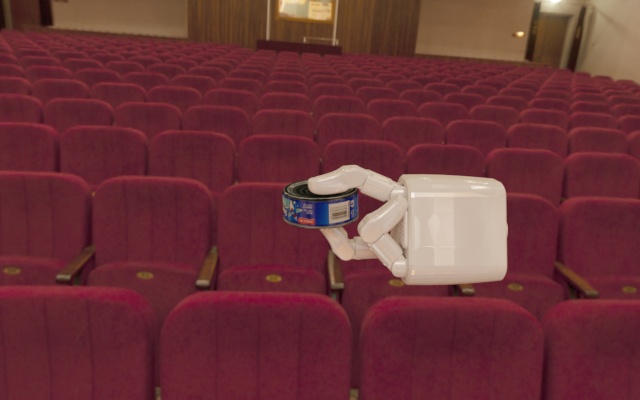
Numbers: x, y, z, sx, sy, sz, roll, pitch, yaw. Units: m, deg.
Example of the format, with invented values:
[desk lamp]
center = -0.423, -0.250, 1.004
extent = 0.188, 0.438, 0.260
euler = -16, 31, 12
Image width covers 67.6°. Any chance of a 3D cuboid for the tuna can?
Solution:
[tuna can]
center = 0.000, 0.001, 0.534
extent = 0.086, 0.034, 0.086
euler = -1, 17, 0
